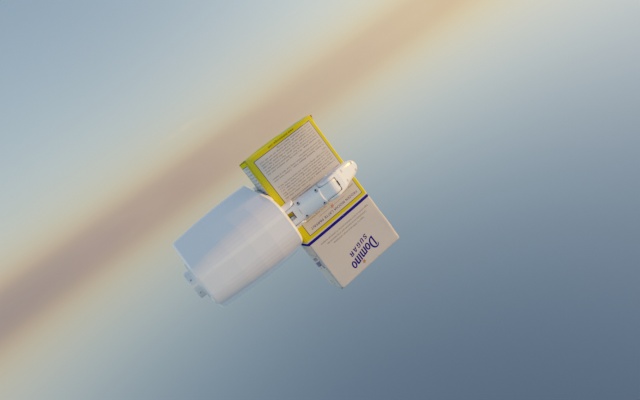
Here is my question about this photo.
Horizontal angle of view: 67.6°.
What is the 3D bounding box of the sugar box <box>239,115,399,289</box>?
[{"bbox_3d":[0.000,0.002,0.539,0.093,0.176,0.048,-39,11,-16],"label":"sugar box"}]
